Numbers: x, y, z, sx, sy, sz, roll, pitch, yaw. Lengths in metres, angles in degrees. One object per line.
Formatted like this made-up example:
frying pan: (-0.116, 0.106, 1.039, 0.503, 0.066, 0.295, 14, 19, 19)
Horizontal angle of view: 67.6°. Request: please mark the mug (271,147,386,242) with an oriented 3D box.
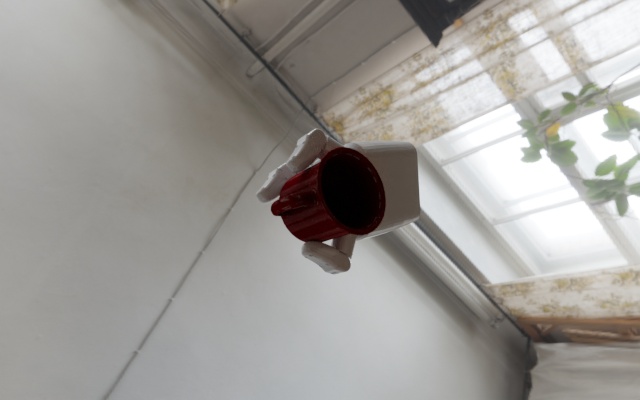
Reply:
mug: (-0.001, 0.002, 0.504, 0.117, 0.093, 0.081, -11, -8, -41)
